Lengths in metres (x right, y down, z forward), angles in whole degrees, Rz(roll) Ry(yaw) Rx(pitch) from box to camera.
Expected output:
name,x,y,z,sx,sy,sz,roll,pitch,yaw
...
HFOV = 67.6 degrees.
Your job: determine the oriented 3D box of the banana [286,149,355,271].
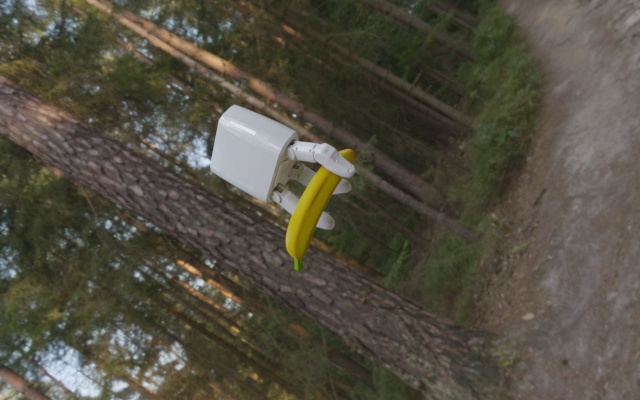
name,x,y,z,sx,sy,sz,roll,pitch,yaw
banana,-0.003,-0.001,0.672,0.037,0.197,0.070,24,-14,13
